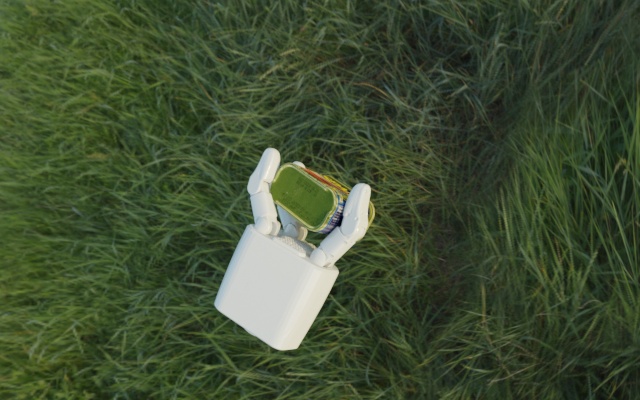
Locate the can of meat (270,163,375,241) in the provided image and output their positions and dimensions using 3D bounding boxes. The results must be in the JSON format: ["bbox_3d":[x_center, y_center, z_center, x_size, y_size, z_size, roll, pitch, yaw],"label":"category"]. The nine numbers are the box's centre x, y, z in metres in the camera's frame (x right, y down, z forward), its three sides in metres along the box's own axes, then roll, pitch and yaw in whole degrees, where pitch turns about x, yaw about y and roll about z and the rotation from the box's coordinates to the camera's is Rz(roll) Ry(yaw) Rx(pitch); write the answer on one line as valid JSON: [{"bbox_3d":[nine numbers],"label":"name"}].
[{"bbox_3d":[0.000,0.002,0.568,0.102,0.057,0.084,35,11,35],"label":"can of meat"}]
